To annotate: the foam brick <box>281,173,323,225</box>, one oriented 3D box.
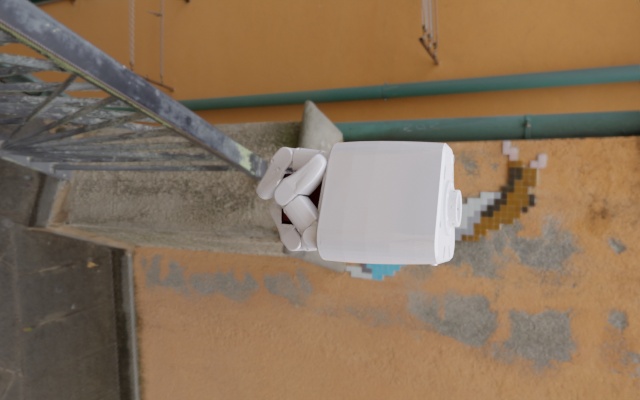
[{"bbox_3d":[0.000,0.002,0.497,0.051,0.053,0.078,1,-3,24],"label":"foam brick"}]
